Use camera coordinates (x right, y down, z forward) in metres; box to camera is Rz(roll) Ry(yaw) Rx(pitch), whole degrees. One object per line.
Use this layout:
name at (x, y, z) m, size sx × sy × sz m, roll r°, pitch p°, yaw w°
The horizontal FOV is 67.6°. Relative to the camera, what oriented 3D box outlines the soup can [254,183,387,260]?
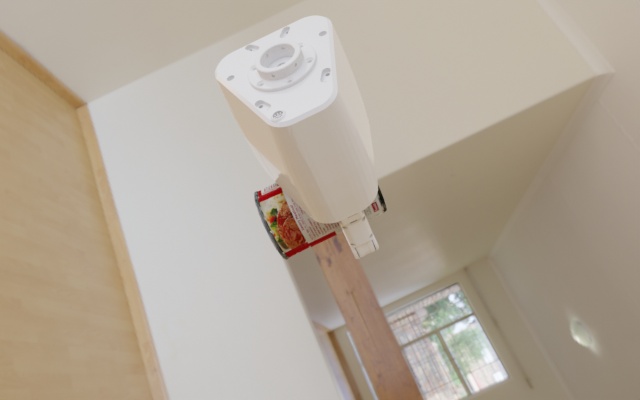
soup can at (0.001, 0.002, 0.433) m, size 0.102 × 0.068 × 0.068 m, roll -25°, pitch -1°, yaw 1°
